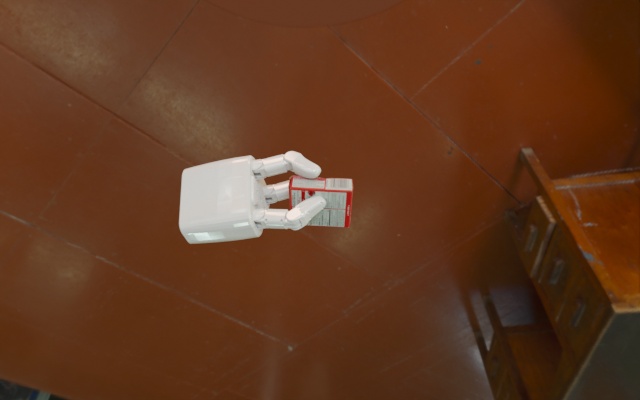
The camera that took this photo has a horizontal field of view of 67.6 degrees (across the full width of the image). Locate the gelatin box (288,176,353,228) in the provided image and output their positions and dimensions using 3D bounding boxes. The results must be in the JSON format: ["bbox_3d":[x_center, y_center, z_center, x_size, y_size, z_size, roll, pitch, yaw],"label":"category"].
[{"bbox_3d":[0.000,0.003,0.681,0.089,0.073,0.030,3,43,2],"label":"gelatin box"}]
